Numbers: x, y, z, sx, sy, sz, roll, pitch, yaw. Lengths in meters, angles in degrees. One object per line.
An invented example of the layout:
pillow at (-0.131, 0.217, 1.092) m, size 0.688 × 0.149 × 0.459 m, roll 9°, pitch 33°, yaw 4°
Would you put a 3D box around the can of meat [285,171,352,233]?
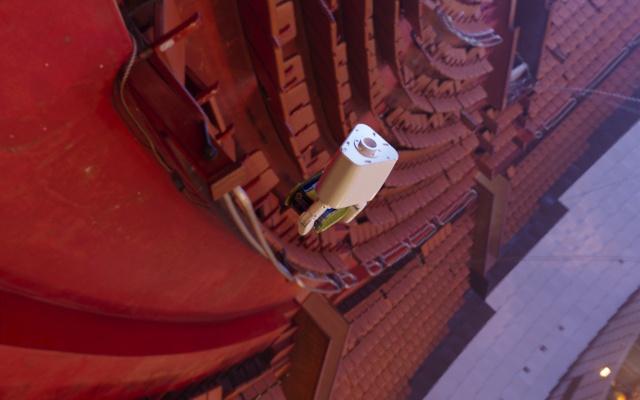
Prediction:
can of meat at (0.000, 0.003, 0.878) m, size 0.102 × 0.084 × 0.057 m, roll -31°, pitch -20°, yaw -46°
